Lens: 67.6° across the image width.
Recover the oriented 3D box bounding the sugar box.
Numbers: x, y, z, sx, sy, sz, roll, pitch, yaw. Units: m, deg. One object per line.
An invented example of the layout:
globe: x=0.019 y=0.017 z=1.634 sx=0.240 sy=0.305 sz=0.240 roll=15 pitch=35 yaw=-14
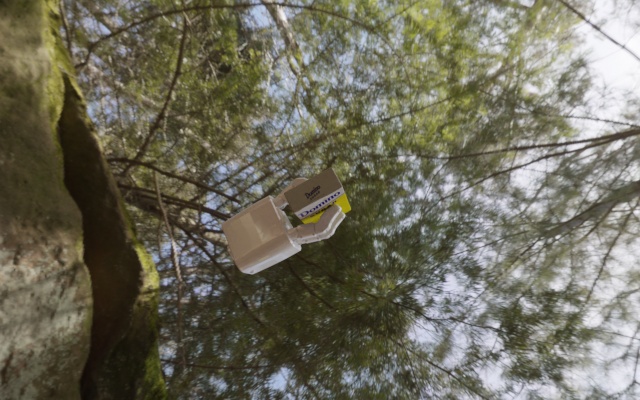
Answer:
sugar box: x=0.000 y=0.003 z=0.857 sx=0.093 sy=0.048 sz=0.176 roll=-29 pitch=-13 yaw=2
